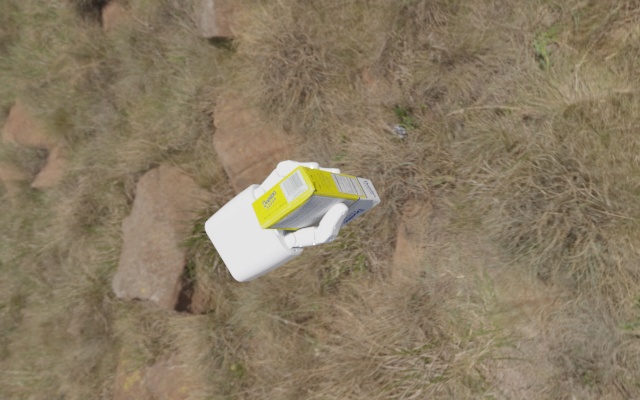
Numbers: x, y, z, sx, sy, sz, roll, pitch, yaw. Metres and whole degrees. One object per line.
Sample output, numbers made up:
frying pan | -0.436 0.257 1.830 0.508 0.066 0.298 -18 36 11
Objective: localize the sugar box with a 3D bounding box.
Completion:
sugar box | 0.000 0.002 0.655 0.093 0.048 0.176 -35 -20 26
